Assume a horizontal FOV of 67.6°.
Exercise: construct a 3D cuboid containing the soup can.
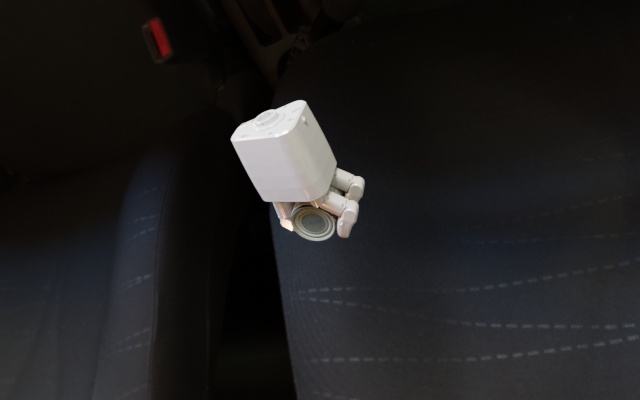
[{"bbox_3d":[0.000,0.003,0.709,0.068,0.069,0.102,0,38,15],"label":"soup can"}]
